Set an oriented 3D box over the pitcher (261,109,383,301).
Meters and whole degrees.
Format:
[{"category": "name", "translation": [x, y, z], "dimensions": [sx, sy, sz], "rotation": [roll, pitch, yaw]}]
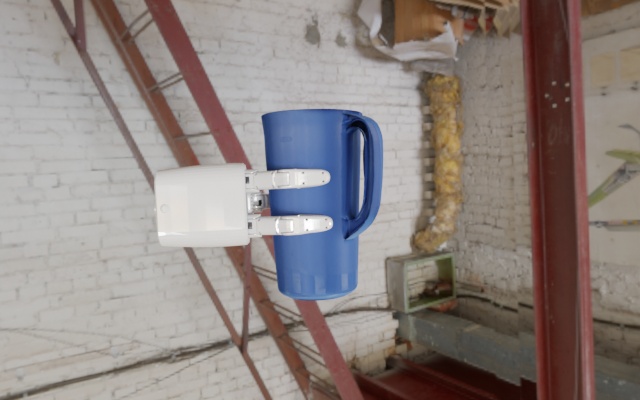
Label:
[{"category": "pitcher", "translation": [0.000, 0.002, 0.626], "dimensions": [0.145, 0.243, 0.149], "rotation": [-3, 4, -4]}]
